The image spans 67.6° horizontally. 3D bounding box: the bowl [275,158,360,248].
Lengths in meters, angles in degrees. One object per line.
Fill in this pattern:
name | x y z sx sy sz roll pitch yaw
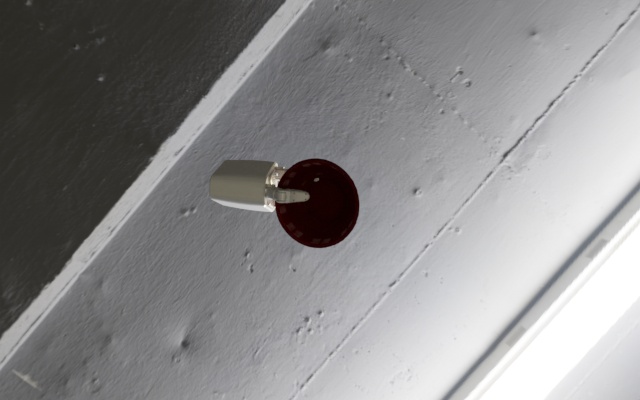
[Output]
bowl | 0.001 0.003 0.873 0.162 0.162 0.055 0 7 20
